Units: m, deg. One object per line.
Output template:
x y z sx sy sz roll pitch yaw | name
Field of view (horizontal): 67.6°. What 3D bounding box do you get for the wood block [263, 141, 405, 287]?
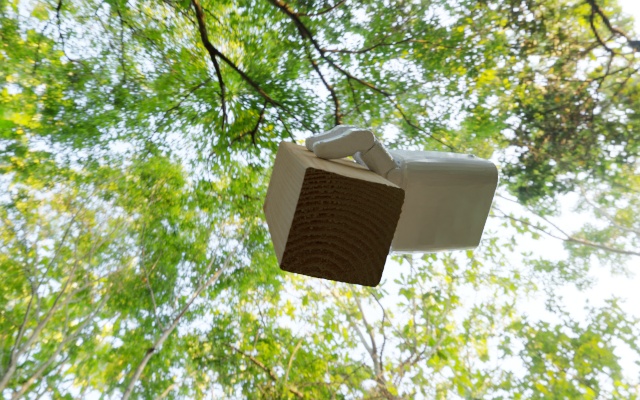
0.000 0.002 0.487 0.090 0.091 0.206 12 10 -13 | wood block
